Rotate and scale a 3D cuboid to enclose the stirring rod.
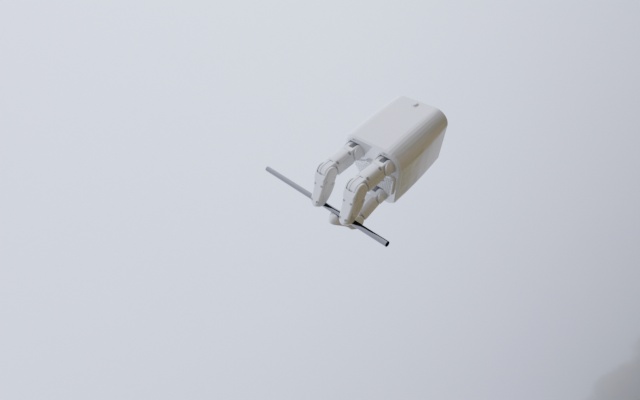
[{"bbox_3d":[0.000,0.002,0.645,0.011,0.011,0.239,0,25,-47],"label":"stirring rod"}]
